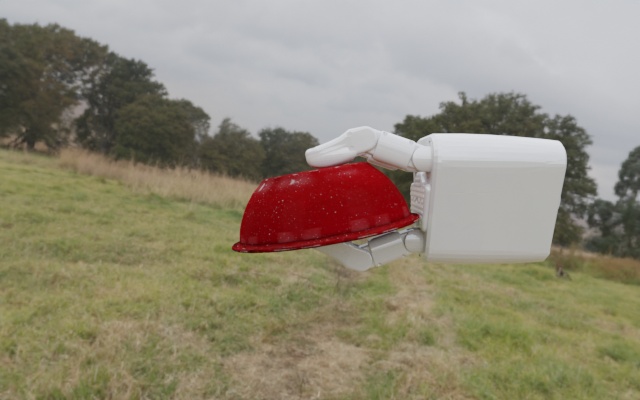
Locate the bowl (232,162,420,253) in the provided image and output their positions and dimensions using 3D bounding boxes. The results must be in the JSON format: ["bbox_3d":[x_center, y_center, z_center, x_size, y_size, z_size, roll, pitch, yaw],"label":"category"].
[{"bbox_3d":[-0.001,0.001,0.409,0.162,0.055,0.162,-10,3,1],"label":"bowl"}]
